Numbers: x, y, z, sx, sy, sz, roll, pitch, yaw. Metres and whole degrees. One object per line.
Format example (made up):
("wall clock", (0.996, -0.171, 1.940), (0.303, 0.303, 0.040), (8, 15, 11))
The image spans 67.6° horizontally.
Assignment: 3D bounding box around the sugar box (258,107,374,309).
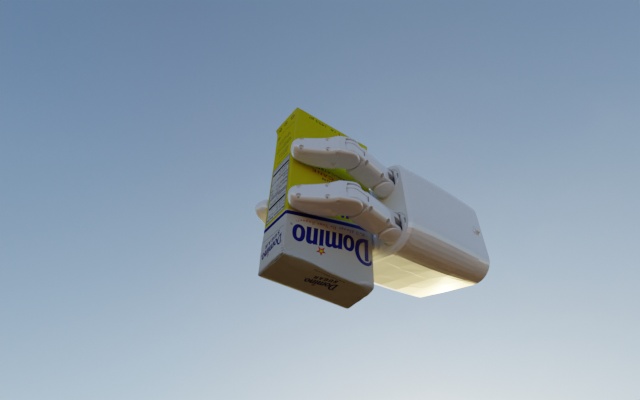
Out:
("sugar box", (0.001, 0.001, 0.440), (0.093, 0.176, 0.048), (25, -48, -25))
